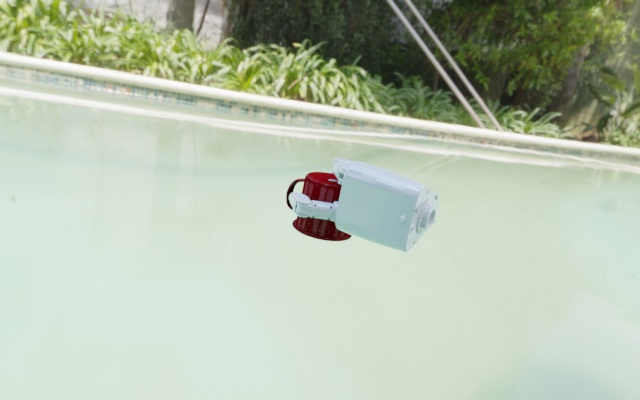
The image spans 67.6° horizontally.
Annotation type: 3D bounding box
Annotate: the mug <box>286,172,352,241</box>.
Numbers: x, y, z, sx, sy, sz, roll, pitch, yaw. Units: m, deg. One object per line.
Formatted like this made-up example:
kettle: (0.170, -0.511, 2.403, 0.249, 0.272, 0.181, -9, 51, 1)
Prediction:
mug: (-0.001, 0.002, 0.721, 0.117, 0.081, 0.093, 20, 18, 27)
